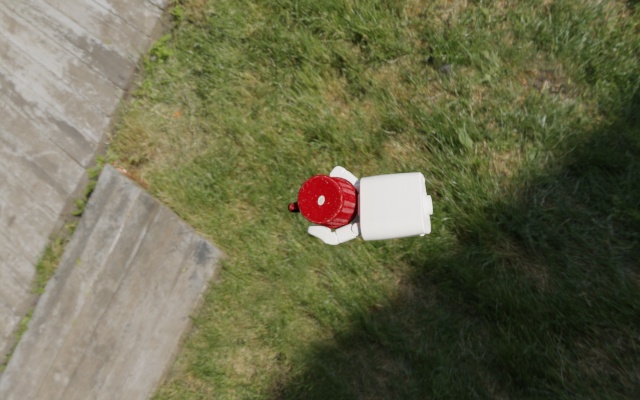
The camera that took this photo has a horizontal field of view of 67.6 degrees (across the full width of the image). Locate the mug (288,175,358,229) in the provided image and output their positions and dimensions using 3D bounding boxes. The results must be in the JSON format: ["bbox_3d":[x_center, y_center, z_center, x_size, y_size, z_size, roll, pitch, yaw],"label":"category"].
[{"bbox_3d":[-0.001,0.003,0.809,0.117,0.093,0.081,-8,-7,18],"label":"mug"}]
